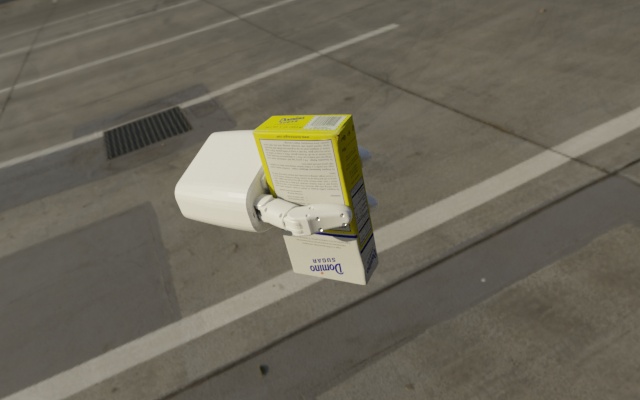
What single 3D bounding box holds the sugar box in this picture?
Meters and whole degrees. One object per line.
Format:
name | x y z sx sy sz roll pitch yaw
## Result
sugar box | 0.000 0.001 0.490 0.093 0.176 0.048 6 37 29
